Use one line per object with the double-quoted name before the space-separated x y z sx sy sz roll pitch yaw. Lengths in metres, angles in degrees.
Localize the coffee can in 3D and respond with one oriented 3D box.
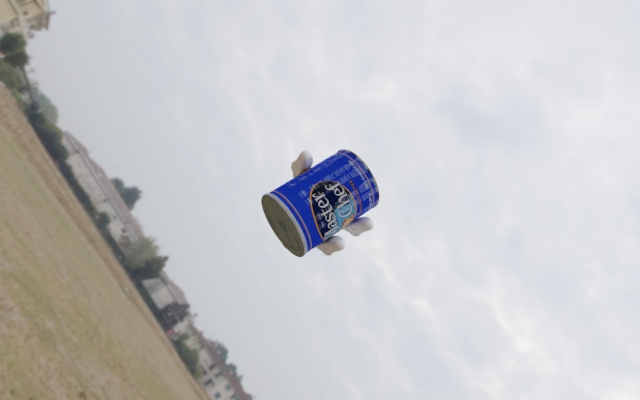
"coffee can" 0.000 0.002 0.694 0.140 0.103 0.103 -32 13 -22
